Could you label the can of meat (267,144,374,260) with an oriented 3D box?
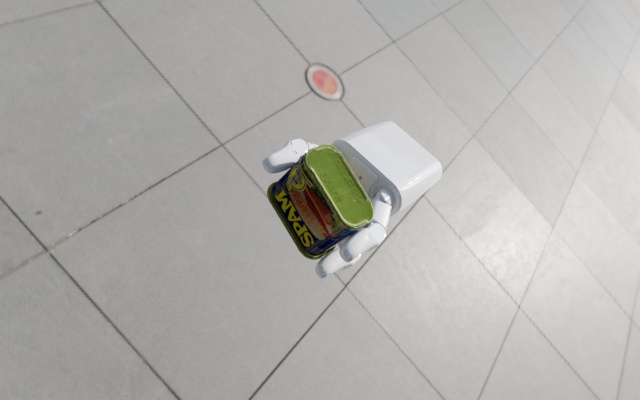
[{"bbox_3d":[0.000,0.001,0.519,0.057,0.102,0.084,-25,-10,-42],"label":"can of meat"}]
